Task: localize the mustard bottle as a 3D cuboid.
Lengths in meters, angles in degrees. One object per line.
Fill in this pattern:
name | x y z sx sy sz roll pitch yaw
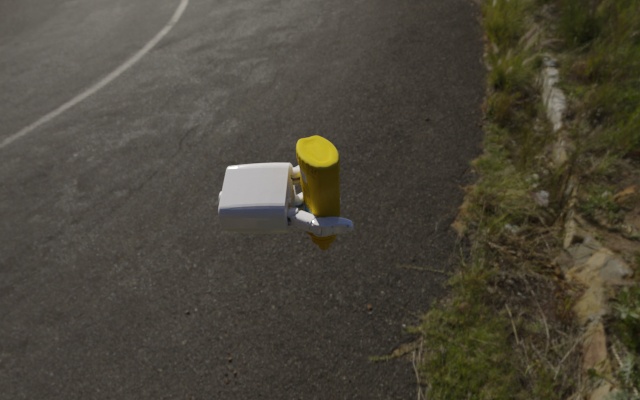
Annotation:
mustard bottle | 0.000 0.002 0.749 0.058 0.192 0.096 -15 38 -15
